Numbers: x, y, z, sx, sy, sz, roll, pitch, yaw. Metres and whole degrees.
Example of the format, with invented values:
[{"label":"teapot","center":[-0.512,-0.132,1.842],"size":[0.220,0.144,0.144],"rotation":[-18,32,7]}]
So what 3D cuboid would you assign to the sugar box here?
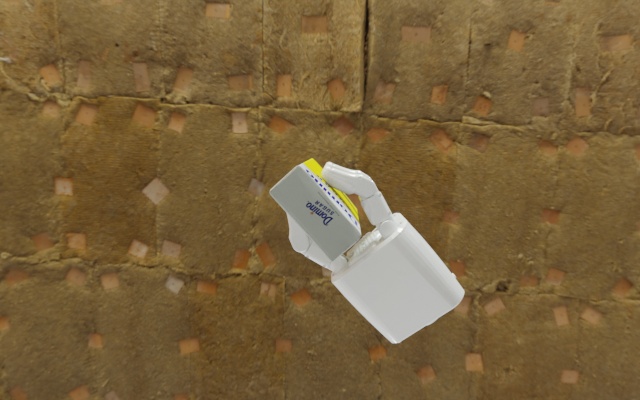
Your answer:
[{"label":"sugar box","center":[0.001,0.001,0.532],"size":[0.048,0.093,0.176],"rotation":[-42,4,5]}]
